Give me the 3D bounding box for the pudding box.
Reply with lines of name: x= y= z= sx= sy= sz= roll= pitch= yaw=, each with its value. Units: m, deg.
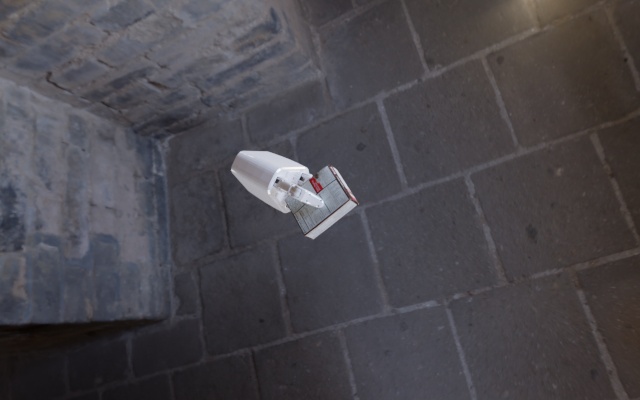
pudding box: x=0.000 y=0.003 z=0.876 sx=0.113 sy=0.090 sz=0.039 roll=-39 pitch=-29 yaw=15
